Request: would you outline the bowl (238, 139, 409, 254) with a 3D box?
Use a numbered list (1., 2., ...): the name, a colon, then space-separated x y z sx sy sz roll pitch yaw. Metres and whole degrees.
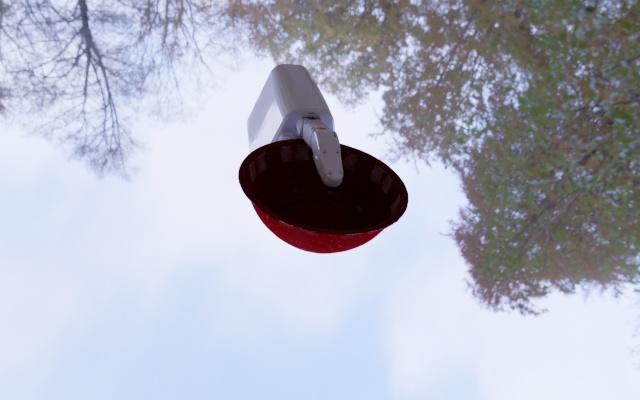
1. bowl: 0.000 0.003 0.462 0.162 0.055 0.162 8 34 -5
